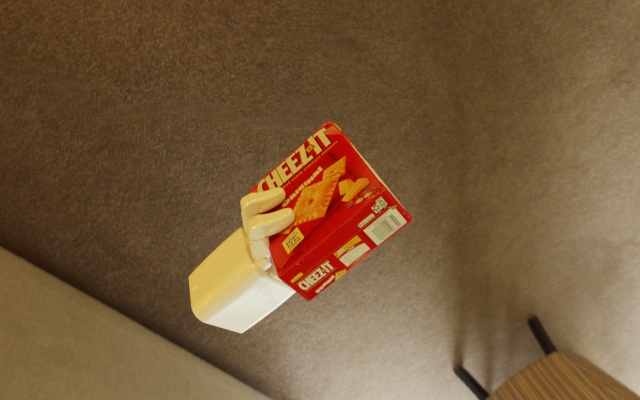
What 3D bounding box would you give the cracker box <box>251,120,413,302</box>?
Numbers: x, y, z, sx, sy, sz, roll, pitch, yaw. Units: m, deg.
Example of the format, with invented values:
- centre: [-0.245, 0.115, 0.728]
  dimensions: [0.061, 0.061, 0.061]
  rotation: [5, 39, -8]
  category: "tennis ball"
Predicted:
- centre: [0.000, 0.002, 0.638]
  dimensions: [0.072, 0.164, 0.213]
  rotation: [45, 9, -35]
  category: "cracker box"
